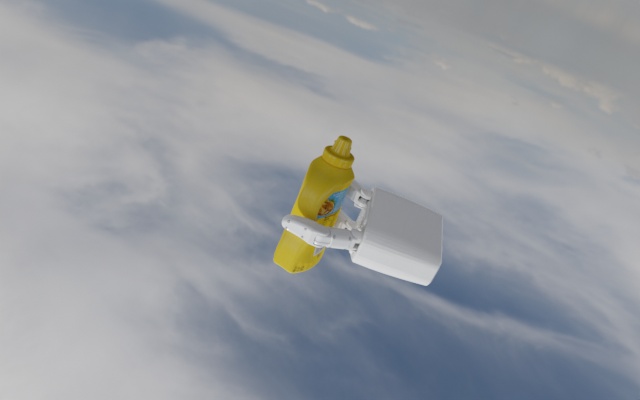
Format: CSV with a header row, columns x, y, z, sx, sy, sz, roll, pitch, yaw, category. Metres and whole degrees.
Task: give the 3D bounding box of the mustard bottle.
x,y,z,sx,sy,sz,roll,pitch,yaw,category
0.000,0.002,0.639,0.058,0.192,0.096,32,28,19,mustard bottle
